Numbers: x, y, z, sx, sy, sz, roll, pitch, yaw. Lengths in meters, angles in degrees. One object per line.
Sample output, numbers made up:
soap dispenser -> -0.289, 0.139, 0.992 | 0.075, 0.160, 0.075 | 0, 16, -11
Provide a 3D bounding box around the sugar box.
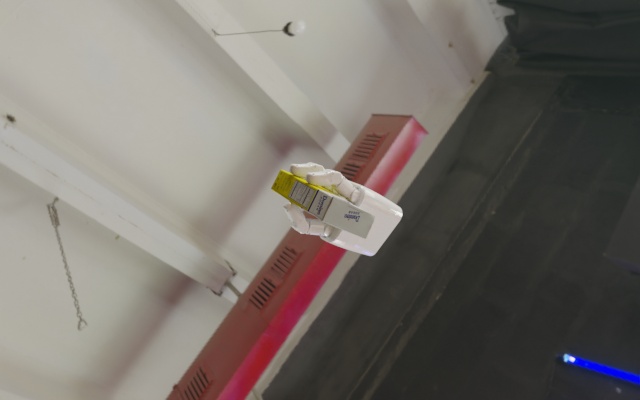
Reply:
sugar box -> 0.000, 0.002, 0.768 | 0.093, 0.048, 0.176 | 24, 1, -36
